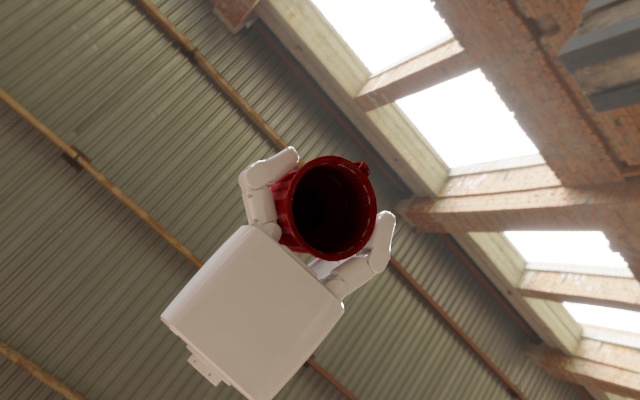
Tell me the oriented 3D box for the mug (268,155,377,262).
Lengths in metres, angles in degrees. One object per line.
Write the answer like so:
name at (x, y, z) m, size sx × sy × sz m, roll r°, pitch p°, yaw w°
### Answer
mug at (0.001, 0.000, 0.458) m, size 0.117 × 0.093 × 0.081 m, roll -46°, pitch 18°, yaw -24°
